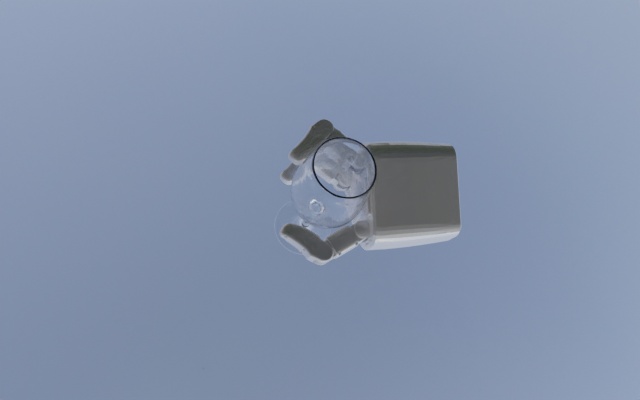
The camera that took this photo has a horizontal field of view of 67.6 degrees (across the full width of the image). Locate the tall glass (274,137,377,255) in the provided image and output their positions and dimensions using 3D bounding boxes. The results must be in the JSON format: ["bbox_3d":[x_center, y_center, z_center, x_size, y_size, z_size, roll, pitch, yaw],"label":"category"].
[{"bbox_3d":[0.000,0.002,0.525,0.079,0.079,0.201,0,-19,-14],"label":"tall glass"}]
